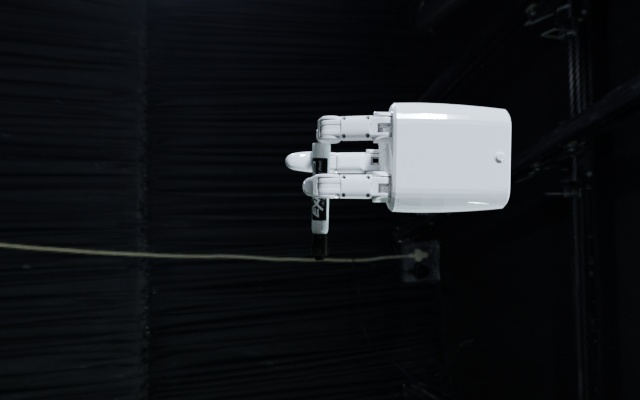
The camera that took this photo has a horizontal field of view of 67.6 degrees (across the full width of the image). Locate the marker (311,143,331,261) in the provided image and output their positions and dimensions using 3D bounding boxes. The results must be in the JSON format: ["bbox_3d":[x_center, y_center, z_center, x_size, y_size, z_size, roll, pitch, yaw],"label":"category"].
[{"bbox_3d":[0.000,0.002,0.493,0.020,0.121,0.020,1,1,0],"label":"marker"}]
